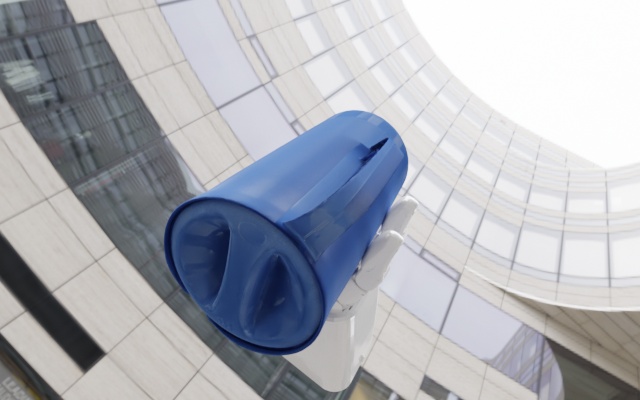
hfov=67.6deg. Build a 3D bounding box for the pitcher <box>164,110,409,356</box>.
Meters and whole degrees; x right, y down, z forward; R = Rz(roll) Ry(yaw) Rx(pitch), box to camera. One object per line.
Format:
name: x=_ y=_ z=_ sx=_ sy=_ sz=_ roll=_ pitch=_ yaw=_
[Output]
pitcher: x=0.000 y=0.002 z=0.415 sx=0.149 sy=0.145 sz=0.242 roll=13 pitch=33 yaw=23
